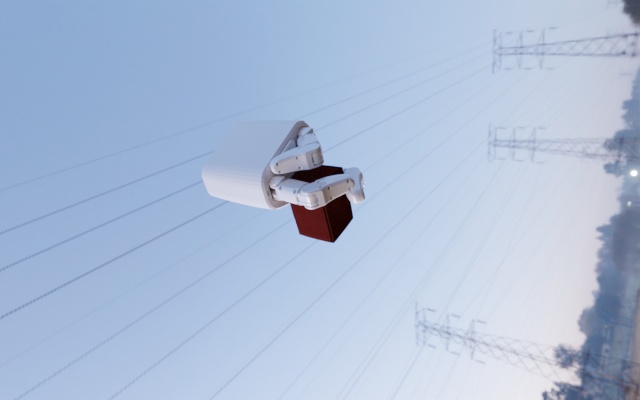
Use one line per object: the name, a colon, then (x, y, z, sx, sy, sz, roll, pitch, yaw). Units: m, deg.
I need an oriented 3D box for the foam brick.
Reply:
foam brick: (0.000, 0.002, 0.575, 0.051, 0.078, 0.053, 8, 37, 33)
